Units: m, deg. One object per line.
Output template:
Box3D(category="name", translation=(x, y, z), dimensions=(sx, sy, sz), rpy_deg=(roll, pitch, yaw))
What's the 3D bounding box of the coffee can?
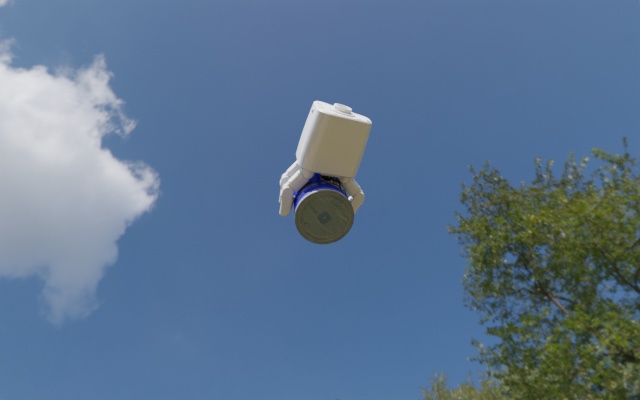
Box3D(category="coffee can", translation=(0.000, 0.003, 0.875), dimensions=(0.103, 0.103, 0.140), rpy_deg=(0, 23, -6))
